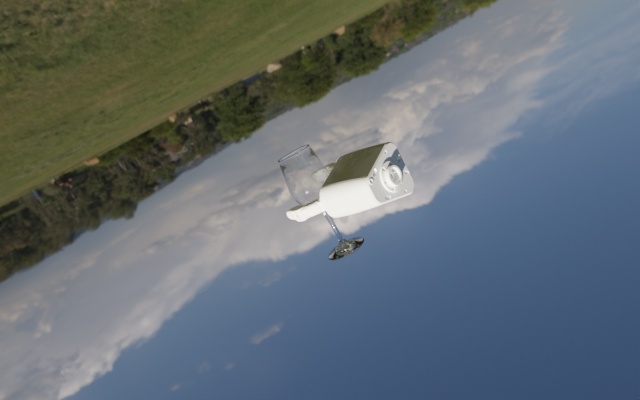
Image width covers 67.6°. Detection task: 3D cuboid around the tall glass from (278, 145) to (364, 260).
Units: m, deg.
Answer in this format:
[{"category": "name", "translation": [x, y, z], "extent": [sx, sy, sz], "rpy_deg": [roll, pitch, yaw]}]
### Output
[{"category": "tall glass", "translation": [0.000, 0.003, 0.848], "extent": [0.079, 0.201, 0.079], "rpy_deg": [-28, 12, 7]}]
